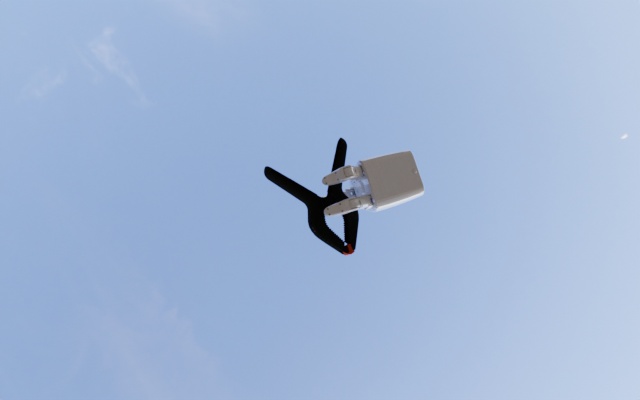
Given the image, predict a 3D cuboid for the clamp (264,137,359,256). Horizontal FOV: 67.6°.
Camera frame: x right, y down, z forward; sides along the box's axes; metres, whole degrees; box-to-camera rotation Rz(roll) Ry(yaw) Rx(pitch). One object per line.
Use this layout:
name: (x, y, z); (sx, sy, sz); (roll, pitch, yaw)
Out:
clamp: (0.000, 0.003, 0.854); (0.164, 0.210, 0.036); (-16, -6, -16)
